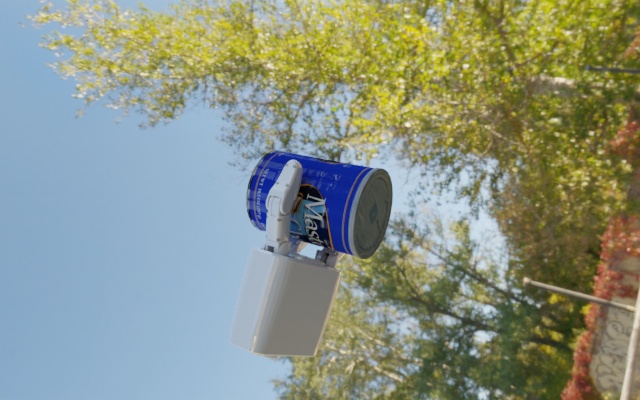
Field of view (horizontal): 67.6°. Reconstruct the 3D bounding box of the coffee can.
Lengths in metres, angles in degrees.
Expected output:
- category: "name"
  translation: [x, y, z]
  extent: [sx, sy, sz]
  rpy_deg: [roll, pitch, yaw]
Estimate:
- category: "coffee can"
  translation: [0.000, 0.002, 0.558]
  extent: [0.140, 0.103, 0.103]
  rpy_deg: [13, 6, 28]
